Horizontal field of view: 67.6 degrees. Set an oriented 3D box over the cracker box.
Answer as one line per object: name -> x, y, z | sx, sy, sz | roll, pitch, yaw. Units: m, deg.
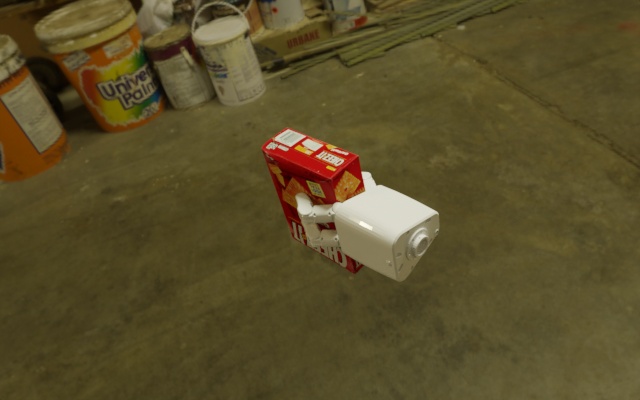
cracker box -> 0.000, 0.002, 0.791 | 0.164, 0.214, 0.072 | 27, 55, 39
